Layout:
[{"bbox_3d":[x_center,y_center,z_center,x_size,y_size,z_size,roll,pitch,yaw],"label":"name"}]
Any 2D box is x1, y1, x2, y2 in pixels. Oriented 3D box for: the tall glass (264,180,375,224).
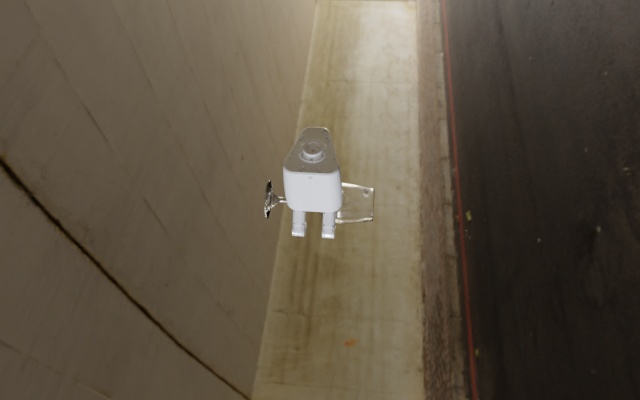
[{"bbox_3d":[-0.001,0.003,0.899,0.201,0.079,0.079,3,0,5],"label":"tall glass"}]
